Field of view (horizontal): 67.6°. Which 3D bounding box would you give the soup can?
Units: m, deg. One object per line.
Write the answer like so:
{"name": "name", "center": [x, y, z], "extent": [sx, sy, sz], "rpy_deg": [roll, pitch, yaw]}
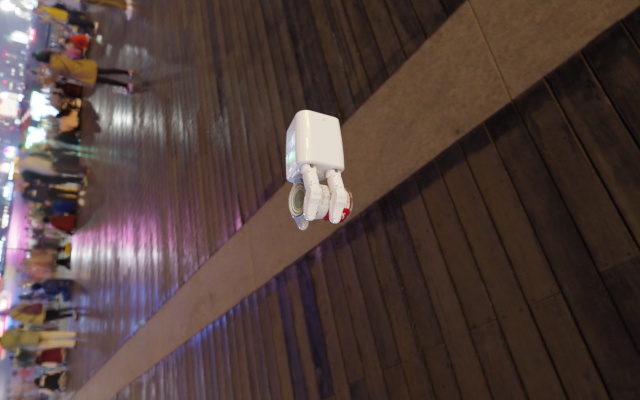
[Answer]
{"name": "soup can", "center": [0.000, 0.003, 0.897], "extent": [0.102, 0.068, 0.068], "rpy_deg": [9, -5, -33]}
